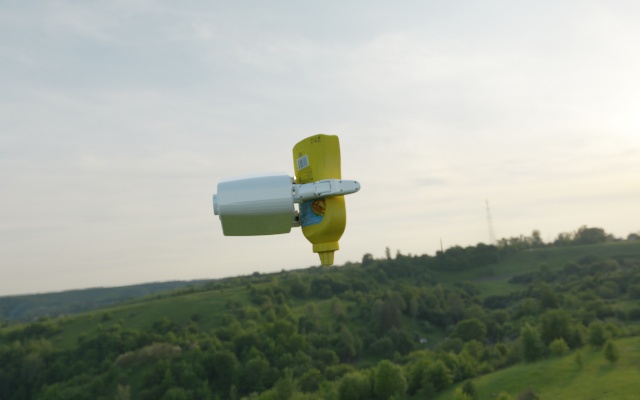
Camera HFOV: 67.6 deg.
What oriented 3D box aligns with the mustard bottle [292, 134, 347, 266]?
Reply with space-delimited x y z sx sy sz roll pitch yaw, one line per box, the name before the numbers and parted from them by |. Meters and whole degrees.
mustard bottle | 0.000 0.002 0.724 0.058 0.191 0.096 0 -10 -33
